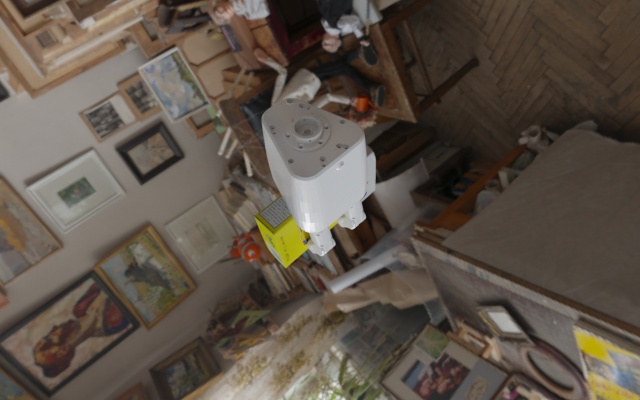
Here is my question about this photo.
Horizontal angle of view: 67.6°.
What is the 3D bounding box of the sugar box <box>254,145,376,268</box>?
[{"bbox_3d":[0.000,0.002,0.635,0.176,0.048,0.093,-38,-30,-17],"label":"sugar box"}]
